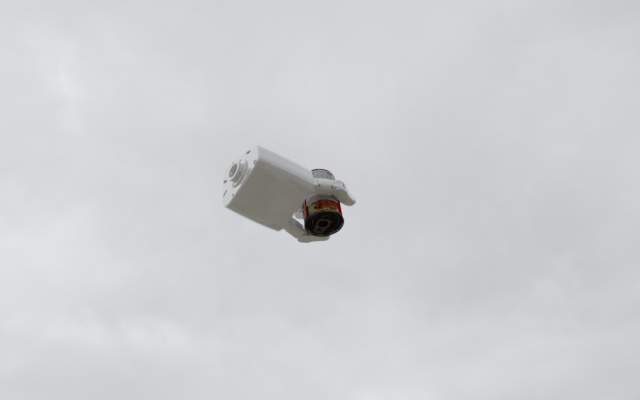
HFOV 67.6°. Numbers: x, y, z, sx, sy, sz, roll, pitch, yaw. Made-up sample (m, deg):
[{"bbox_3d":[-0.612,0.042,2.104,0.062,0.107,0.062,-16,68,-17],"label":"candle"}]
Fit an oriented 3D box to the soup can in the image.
[{"bbox_3d":[0.001,0.003,0.828,0.068,0.102,0.069,-5,-42,-5],"label":"soup can"}]
